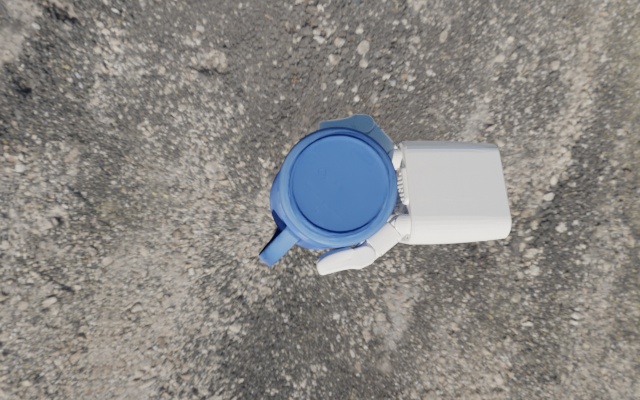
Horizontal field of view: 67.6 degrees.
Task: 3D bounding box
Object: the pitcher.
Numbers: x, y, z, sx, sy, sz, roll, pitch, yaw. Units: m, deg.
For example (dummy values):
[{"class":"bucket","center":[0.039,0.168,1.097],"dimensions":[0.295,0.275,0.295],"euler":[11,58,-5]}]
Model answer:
[{"class":"pitcher","center":[0.000,0.002,0.535],"dimensions":[0.145,0.149,0.243],"euler":[0,-3,-4]}]
